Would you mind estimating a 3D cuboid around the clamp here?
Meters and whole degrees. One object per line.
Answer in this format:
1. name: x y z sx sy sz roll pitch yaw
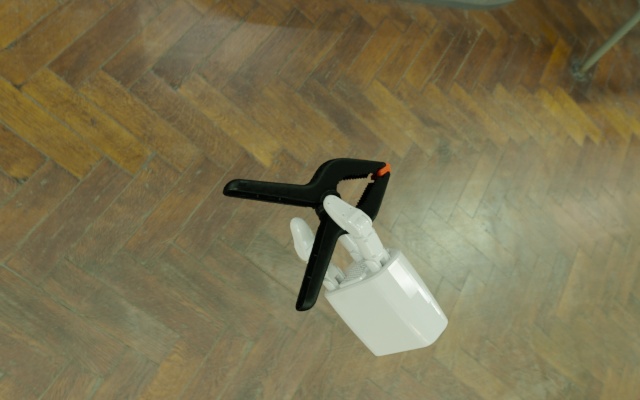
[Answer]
1. clamp: 0.001 0.002 0.564 0.210 0.164 0.036 -41 7 -29
